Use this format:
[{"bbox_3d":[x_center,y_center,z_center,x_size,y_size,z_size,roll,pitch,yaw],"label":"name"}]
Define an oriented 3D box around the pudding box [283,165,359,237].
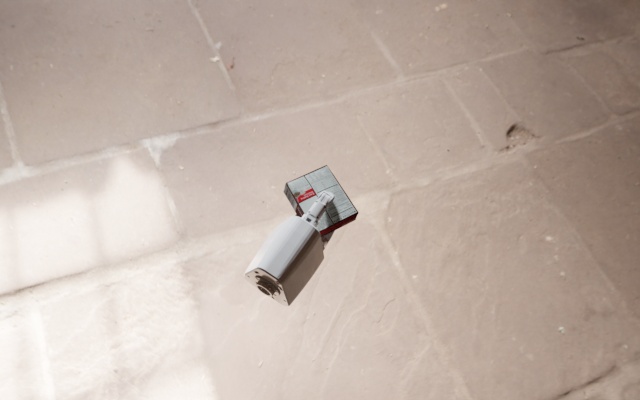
[{"bbox_3d":[0.000,0.003,0.845,0.090,0.113,0.039,-25,-19,-20],"label":"pudding box"}]
